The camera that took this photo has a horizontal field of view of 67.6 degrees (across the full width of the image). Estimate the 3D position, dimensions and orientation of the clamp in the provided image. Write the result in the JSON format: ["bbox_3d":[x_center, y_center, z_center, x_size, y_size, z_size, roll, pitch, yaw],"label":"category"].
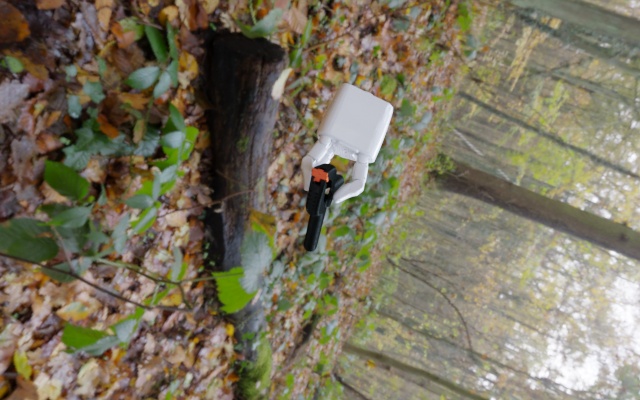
[{"bbox_3d":[0.001,0.003,0.843,0.036,0.164,0.210,19,-11,10],"label":"clamp"}]
